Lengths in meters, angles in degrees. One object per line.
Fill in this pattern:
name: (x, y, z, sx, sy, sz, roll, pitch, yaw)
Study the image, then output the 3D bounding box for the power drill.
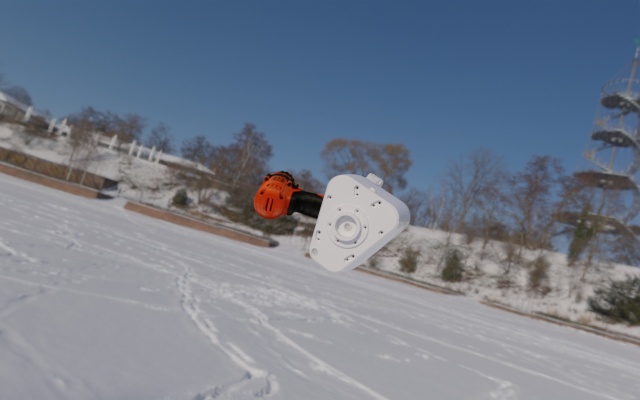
power drill: (0.001, 0.002, 0.720, 0.187, 0.057, 0.184, 12, 14, 0)
